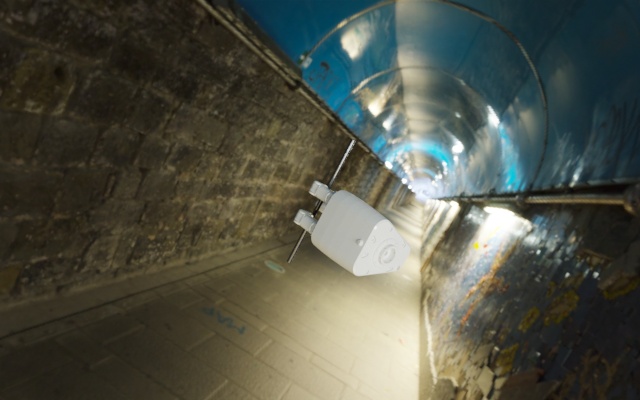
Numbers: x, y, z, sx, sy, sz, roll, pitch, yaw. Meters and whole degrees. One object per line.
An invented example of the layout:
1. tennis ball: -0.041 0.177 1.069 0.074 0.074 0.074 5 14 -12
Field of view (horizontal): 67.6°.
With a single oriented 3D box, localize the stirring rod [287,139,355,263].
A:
1. stirring rod: 0.000 0.003 0.829 0.011 0.239 0.011 28 6 -3
